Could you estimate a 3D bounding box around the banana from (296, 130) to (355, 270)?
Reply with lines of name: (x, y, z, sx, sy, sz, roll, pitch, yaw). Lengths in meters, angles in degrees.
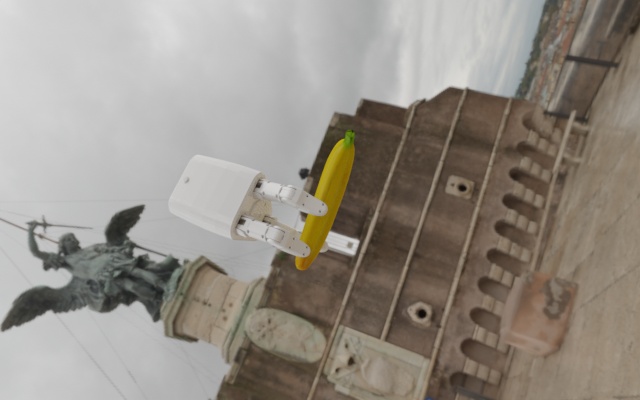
banana: (0.007, -0.002, 0.657, 0.037, 0.198, 0.069, 20, 7, 15)
